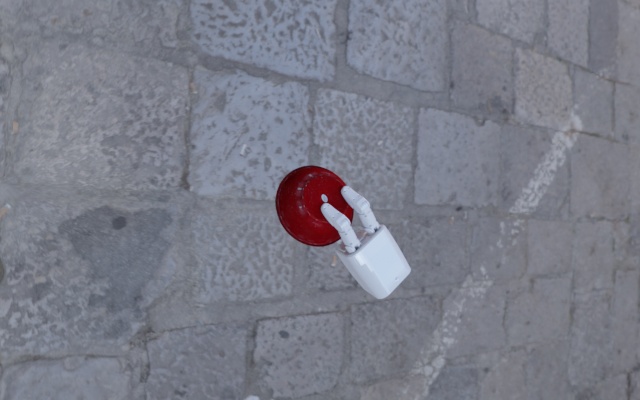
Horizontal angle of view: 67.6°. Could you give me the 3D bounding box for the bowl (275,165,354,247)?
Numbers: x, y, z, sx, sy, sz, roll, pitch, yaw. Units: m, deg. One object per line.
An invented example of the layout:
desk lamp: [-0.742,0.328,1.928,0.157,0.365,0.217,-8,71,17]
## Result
bowl: [-0.001,0.002,0.894,0.162,0.162,0.055,0,-15,-22]
